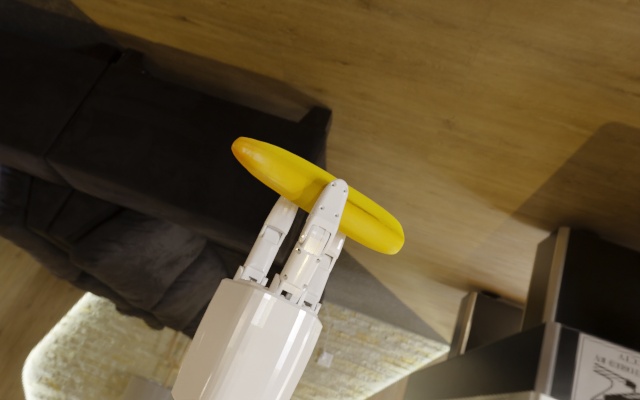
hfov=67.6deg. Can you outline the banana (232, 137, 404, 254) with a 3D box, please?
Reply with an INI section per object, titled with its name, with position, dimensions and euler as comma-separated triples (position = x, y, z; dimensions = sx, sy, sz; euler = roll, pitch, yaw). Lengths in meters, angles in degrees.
[banana]
position = 0.012, 0.005, 0.418
dimensions = 0.198, 0.037, 0.069
euler = 32, -11, -30
